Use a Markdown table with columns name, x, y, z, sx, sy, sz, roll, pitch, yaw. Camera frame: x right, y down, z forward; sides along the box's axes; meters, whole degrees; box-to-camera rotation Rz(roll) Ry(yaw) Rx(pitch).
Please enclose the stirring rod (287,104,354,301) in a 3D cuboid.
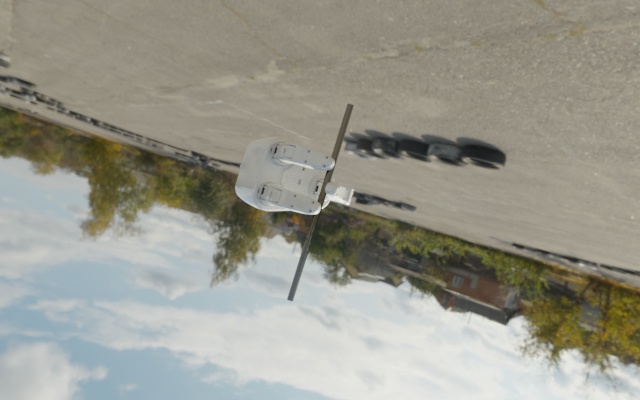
| name | x | y | z | sx | sy | sz | roll | pitch | yaw |
| --- | --- | --- | --- | --- | --- | --- | --- | --- | --- |
| stirring rod | 0.000 | 0.002 | 0.561 | 0.011 | 0.239 | 0.011 | 17 | -1 | 0 |
